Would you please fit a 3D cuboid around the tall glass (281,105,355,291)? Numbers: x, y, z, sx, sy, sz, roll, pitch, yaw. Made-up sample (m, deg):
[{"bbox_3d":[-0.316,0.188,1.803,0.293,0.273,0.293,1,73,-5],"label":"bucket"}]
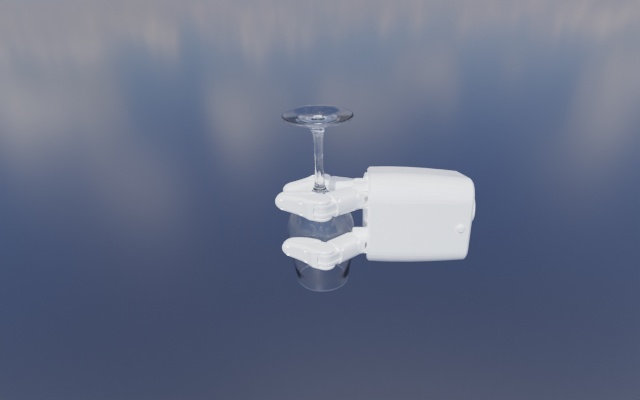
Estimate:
[{"bbox_3d":[0.000,0.001,0.531,0.079,0.201,0.079,-1,26,1],"label":"tall glass"}]
